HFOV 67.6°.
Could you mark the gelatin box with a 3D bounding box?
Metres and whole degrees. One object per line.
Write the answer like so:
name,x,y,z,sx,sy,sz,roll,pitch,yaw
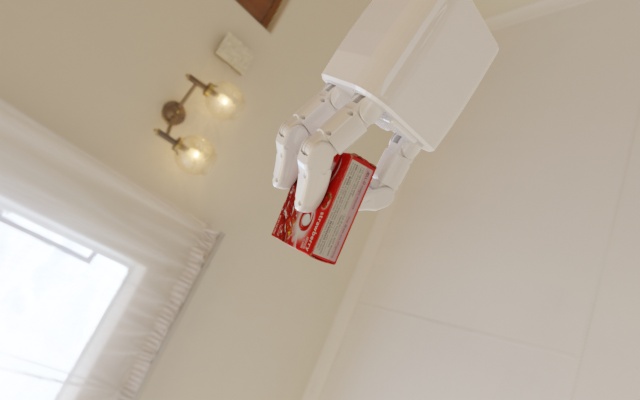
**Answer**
gelatin box,0.000,0.002,0.405,0.030,0.089,0.073,24,-3,-32
